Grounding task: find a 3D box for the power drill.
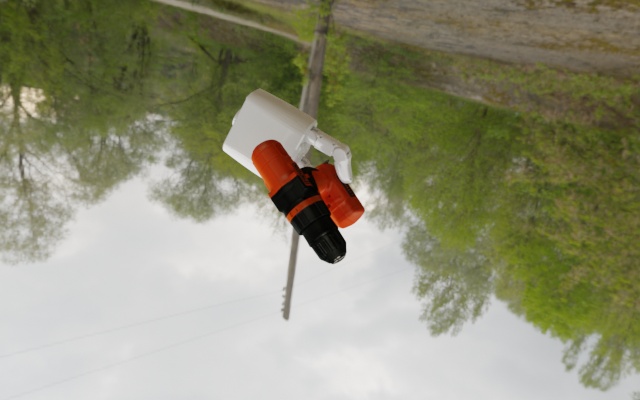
[{"bbox_3d":[0.000,0.002,0.668,0.057,0.184,0.187,-37,-15,16],"label":"power drill"}]
